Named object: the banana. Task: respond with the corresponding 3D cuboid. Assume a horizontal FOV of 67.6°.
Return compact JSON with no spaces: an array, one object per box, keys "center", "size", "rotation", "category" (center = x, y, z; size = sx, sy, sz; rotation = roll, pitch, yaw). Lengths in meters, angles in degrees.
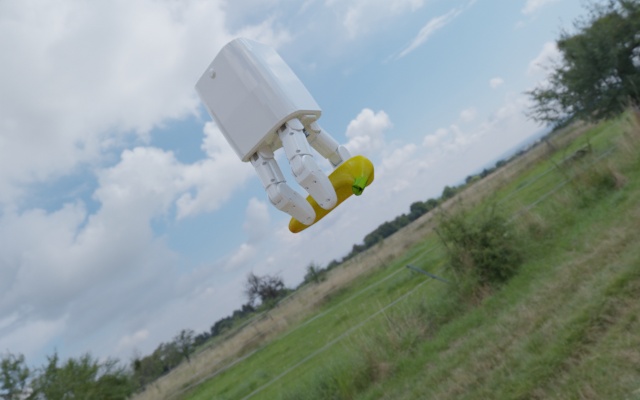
[{"center":[0.014,-0.010,0.558],"size":[0.069,0.037,0.198],"rotation":[-39,1,-28],"category":"banana"}]
